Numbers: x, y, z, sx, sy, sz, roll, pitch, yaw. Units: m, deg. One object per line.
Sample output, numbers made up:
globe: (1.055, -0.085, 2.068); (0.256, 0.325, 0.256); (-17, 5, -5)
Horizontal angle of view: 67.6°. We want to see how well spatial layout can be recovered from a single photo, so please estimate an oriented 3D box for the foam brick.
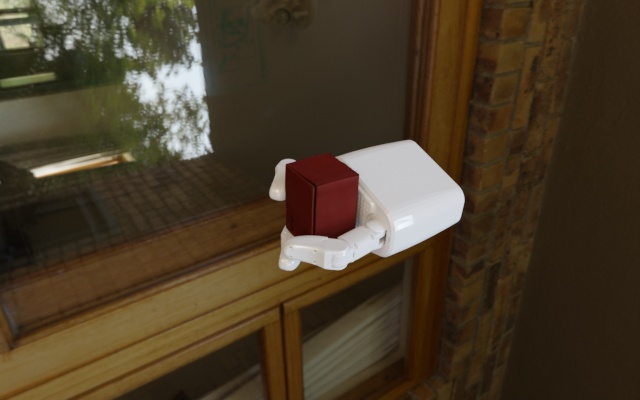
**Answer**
foam brick: (0.000, 0.001, 0.464); (0.051, 0.078, 0.053); (-18, 38, -28)
